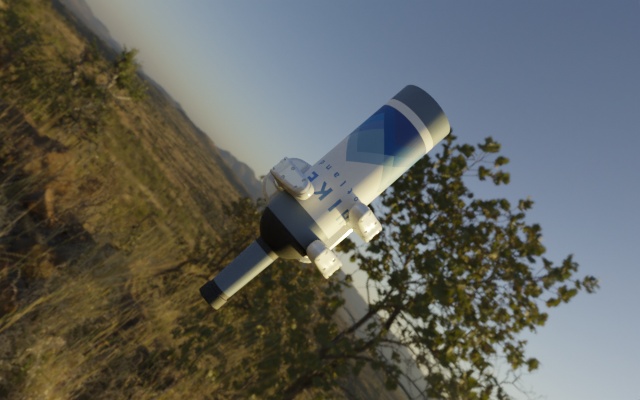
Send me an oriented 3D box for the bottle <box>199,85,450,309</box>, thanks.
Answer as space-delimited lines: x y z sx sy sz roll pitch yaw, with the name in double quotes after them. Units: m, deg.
0.000 0.001 0.484 0.295 0.069 0.069 -41 4 -5 "bottle"
